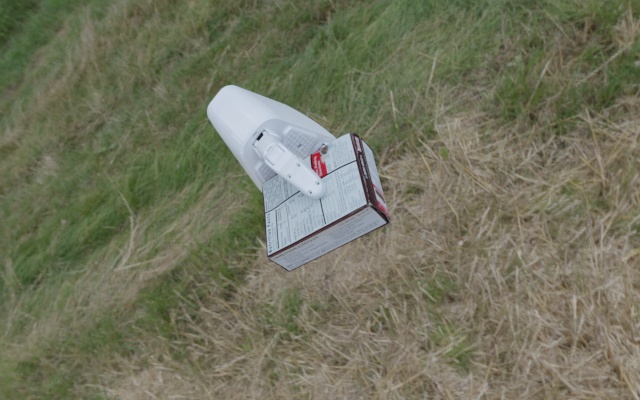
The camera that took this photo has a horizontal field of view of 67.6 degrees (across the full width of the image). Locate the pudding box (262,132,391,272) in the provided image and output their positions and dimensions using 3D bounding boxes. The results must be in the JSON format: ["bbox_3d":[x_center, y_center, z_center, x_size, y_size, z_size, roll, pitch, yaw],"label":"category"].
[{"bbox_3d":[0.000,0.001,0.437,0.113,0.090,0.039,-30,-41,24],"label":"pudding box"}]
